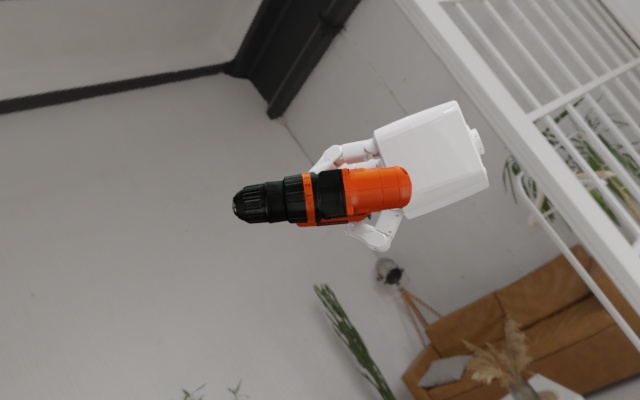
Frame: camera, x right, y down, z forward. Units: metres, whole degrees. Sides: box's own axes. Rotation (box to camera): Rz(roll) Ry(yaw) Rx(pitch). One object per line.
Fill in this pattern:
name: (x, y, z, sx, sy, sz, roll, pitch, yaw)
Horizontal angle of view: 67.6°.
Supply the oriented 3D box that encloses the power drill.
power drill: (0.000, 0.002, 0.559, 0.184, 0.057, 0.187, -5, -3, -2)
